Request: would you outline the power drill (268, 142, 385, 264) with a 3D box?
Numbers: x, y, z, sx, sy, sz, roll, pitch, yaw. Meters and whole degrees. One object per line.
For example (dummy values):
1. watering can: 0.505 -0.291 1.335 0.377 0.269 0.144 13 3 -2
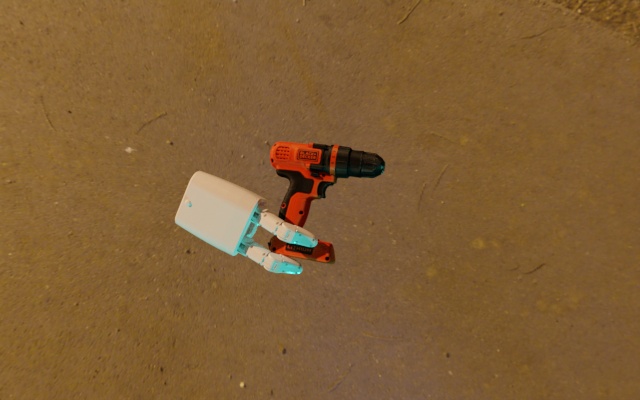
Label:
1. power drill: 0.000 0.003 0.751 0.184 0.187 0.057 7 -9 13
